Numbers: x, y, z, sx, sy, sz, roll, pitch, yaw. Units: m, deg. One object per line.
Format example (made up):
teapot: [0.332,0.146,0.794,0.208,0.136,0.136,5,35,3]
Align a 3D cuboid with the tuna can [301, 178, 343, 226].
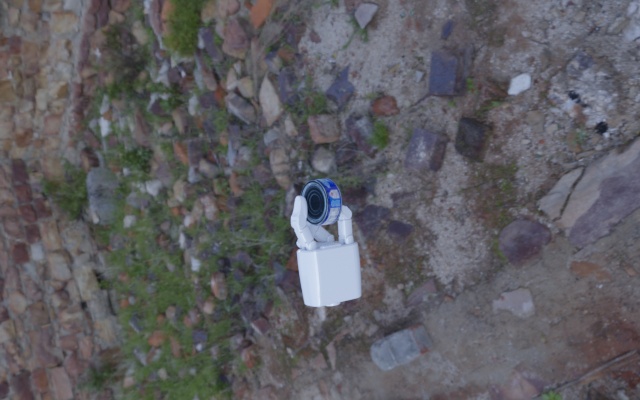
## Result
tuna can: [0.000,0.003,0.875,0.034,0.086,0.086,-5,3,-38]
